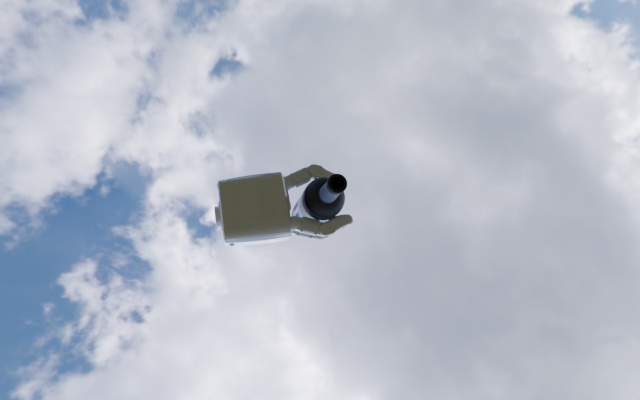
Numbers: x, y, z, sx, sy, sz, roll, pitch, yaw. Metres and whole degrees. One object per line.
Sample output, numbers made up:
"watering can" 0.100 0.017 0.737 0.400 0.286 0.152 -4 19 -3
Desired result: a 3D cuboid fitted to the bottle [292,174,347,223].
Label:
"bottle" 0.000 0.003 0.791 0.069 0.069 0.296 0 -10 -9
